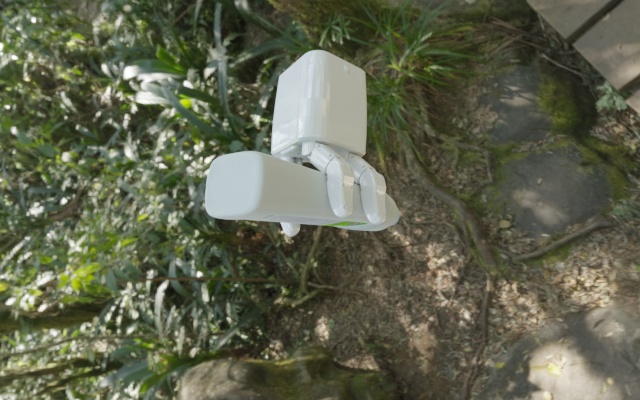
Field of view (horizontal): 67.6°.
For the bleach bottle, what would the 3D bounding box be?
[{"bbox_3d":[0.000,0.002,0.560,0.251,0.068,0.102,12,-10,-44],"label":"bleach bottle"}]
